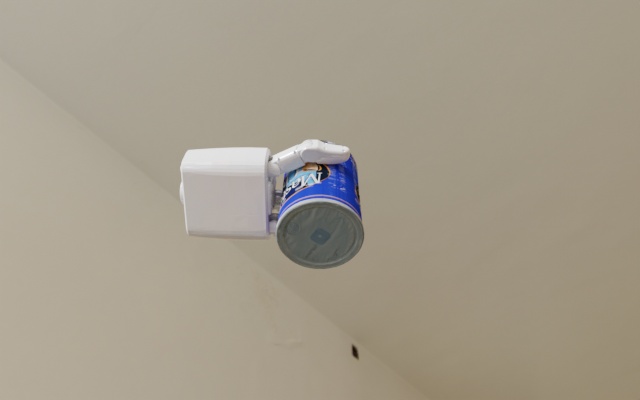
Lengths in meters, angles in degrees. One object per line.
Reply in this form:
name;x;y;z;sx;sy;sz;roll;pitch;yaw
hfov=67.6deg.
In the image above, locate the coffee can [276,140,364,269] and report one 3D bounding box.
coffee can;0.000;0.002;0.608;0.103;0.103;0.140;0;36;1
